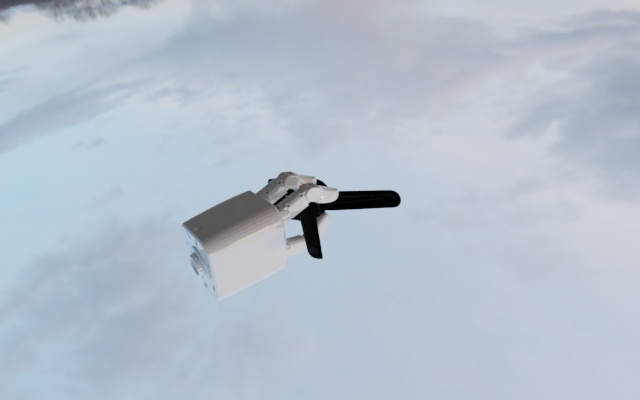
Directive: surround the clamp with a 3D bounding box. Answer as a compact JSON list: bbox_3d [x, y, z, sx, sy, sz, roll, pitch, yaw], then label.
[{"bbox_3d":[0.000,0.003,0.697,0.164,0.036,0.210,-26,33,-27],"label":"clamp"}]
